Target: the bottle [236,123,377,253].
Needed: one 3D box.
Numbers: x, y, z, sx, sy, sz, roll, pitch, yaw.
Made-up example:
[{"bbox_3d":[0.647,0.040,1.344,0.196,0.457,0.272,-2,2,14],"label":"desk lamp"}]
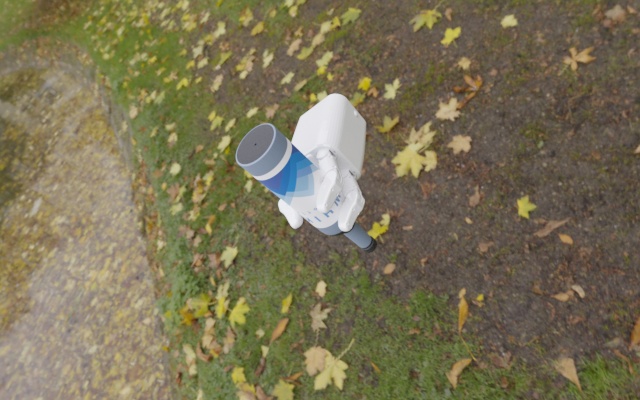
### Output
[{"bbox_3d":[0.000,0.002,0.701,0.069,0.069,0.296,0,-30,41],"label":"bottle"}]
